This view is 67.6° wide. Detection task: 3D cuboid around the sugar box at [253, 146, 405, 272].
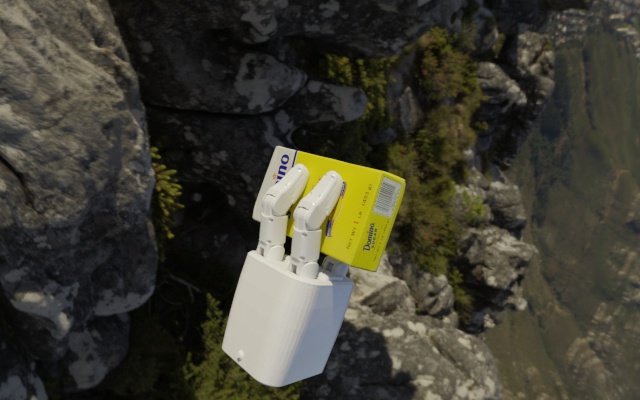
[{"bbox_3d":[0.000,0.002,0.502,0.048,0.093,0.176,20,-1,-43],"label":"sugar box"}]
